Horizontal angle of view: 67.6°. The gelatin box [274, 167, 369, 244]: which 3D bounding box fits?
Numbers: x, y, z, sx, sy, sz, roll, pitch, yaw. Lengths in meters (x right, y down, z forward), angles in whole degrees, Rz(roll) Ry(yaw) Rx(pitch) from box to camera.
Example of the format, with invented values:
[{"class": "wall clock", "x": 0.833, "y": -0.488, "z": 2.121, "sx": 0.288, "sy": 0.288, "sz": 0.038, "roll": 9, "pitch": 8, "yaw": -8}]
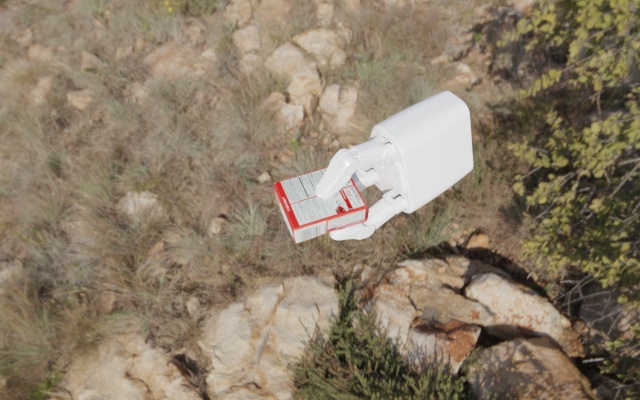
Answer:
[{"class": "gelatin box", "x": 0.000, "y": 0.002, "z": 0.541, "sx": 0.089, "sy": 0.073, "sz": 0.030, "roll": -17, "pitch": -38, "yaw": -12}]
